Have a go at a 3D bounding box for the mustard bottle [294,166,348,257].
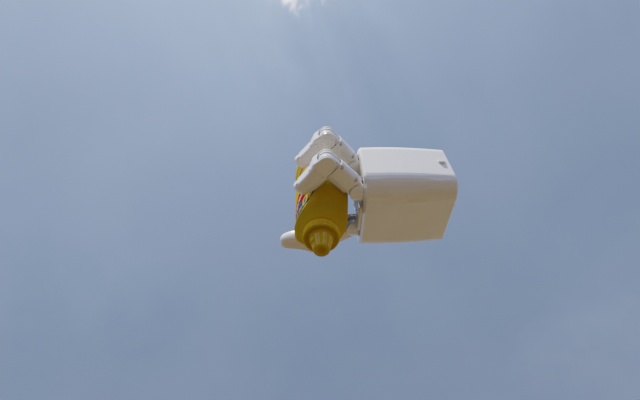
[{"bbox_3d":[0.000,0.002,0.587,0.058,0.096,0.191,20,30,-14],"label":"mustard bottle"}]
